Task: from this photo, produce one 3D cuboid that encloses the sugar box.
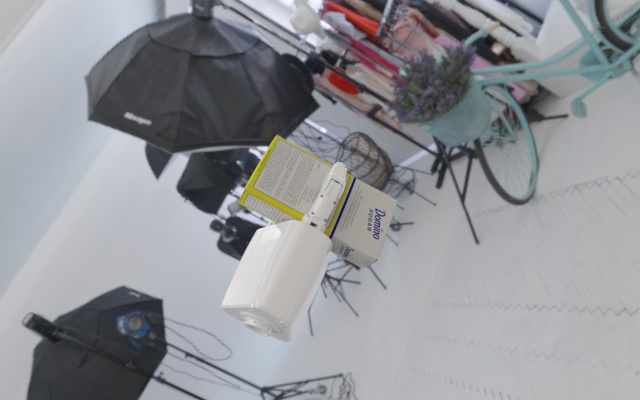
[{"bbox_3d":[0.000,0.002,0.585,0.176,0.093,0.048,30,-31,-9],"label":"sugar box"}]
